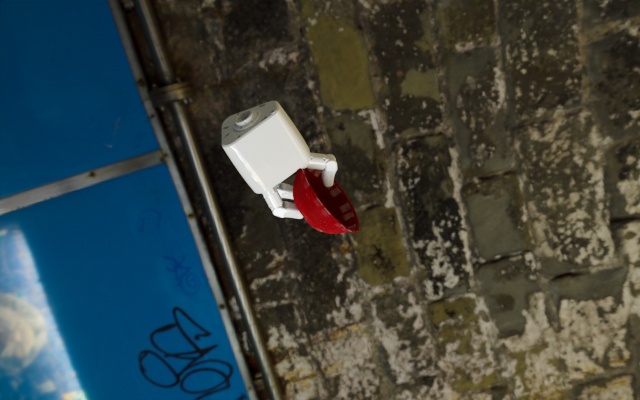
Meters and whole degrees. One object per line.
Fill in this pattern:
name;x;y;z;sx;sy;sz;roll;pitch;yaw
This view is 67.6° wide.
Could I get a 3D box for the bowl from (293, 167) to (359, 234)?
bowl;0.001;0.004;0.855;0.055;0.162;0.162;-37;-13;18
